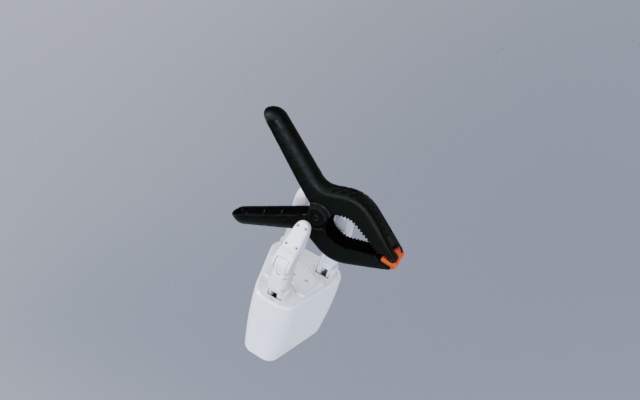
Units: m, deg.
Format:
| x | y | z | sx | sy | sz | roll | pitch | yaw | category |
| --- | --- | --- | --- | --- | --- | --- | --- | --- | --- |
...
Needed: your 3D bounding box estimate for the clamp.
| x | y | z | sx | sy | sz | roll | pitch | yaw | category |
| --- | --- | --- | --- | --- | --- | --- | --- | --- | --- |
| 0.000 | 0.003 | 0.523 | 0.210 | 0.165 | 0.036 | 28 | 38 | 15 | clamp |
